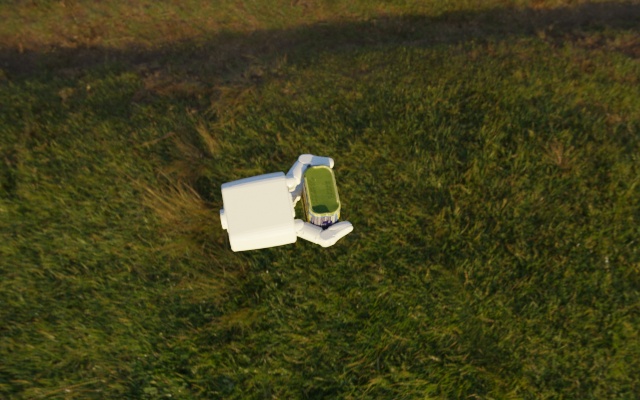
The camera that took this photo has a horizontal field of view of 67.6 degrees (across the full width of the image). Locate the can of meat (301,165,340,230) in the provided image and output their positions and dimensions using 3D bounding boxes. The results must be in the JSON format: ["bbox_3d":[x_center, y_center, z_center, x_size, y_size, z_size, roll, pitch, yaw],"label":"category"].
[{"bbox_3d":[0.000,0.003,0.811,0.057,0.102,0.084,-7,-31,-6],"label":"can of meat"}]
